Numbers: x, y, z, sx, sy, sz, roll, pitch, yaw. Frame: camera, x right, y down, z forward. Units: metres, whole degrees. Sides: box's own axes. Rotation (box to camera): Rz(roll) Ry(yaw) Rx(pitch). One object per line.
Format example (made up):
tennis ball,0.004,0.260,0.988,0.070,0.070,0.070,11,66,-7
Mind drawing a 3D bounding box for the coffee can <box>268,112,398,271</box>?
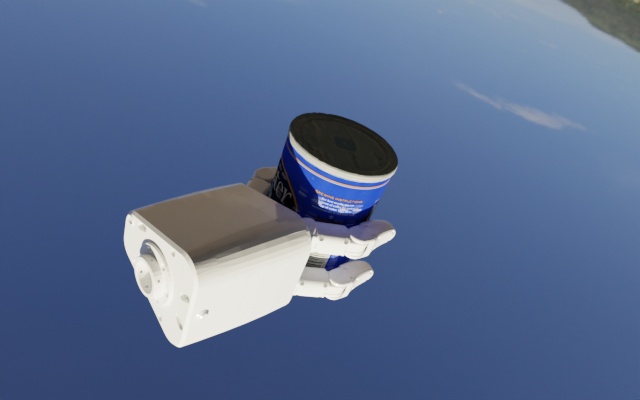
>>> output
coffee can,0.000,0.001,0.463,0.103,0.140,0.102,15,34,-11
